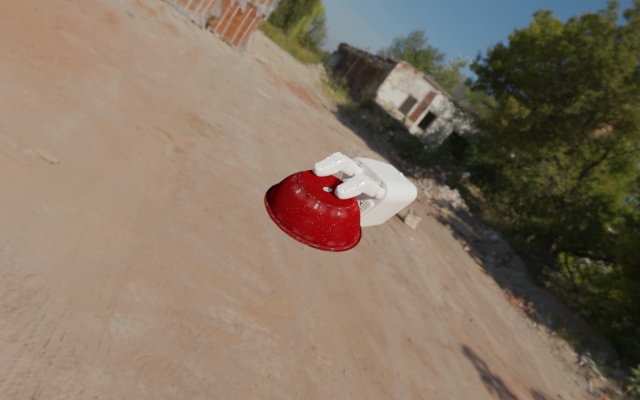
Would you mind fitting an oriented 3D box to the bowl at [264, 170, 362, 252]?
[{"bbox_3d":[0.000,0.002,0.715,0.162,0.055,0.162,19,32,-13],"label":"bowl"}]
